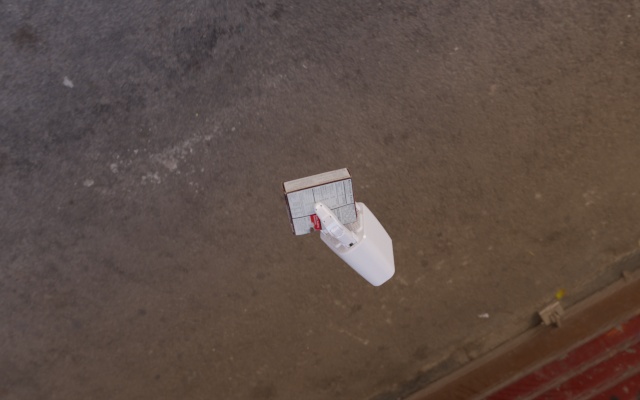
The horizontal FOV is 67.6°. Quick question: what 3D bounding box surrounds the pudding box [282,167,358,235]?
[{"bbox_3d":[0.000,0.003,0.782,0.113,0.090,0.039,-14,33,-6],"label":"pudding box"}]
